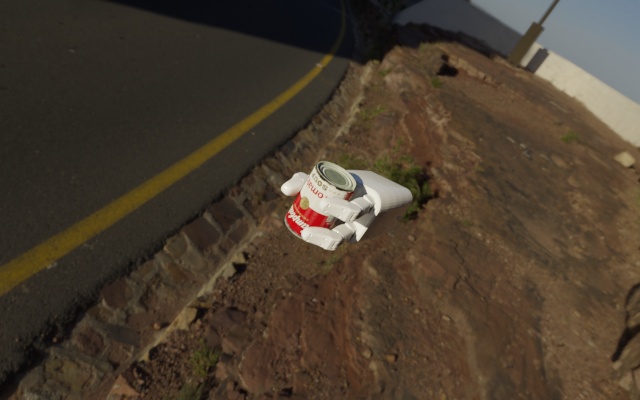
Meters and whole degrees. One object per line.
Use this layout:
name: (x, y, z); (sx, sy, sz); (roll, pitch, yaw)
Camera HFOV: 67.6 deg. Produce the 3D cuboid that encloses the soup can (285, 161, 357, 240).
soup can: (0.000, 0.002, 0.698); (0.068, 0.102, 0.068); (24, 29, -14)
